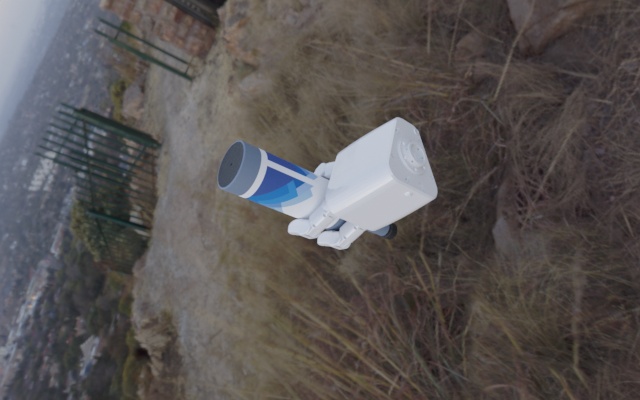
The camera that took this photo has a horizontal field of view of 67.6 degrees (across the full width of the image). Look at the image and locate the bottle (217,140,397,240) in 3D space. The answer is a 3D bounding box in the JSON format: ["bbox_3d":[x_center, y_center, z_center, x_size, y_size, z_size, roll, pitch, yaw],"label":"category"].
[{"bbox_3d":[0.000,0.002,0.680,0.296,0.069,0.069,23,-13,-34],"label":"bottle"}]
